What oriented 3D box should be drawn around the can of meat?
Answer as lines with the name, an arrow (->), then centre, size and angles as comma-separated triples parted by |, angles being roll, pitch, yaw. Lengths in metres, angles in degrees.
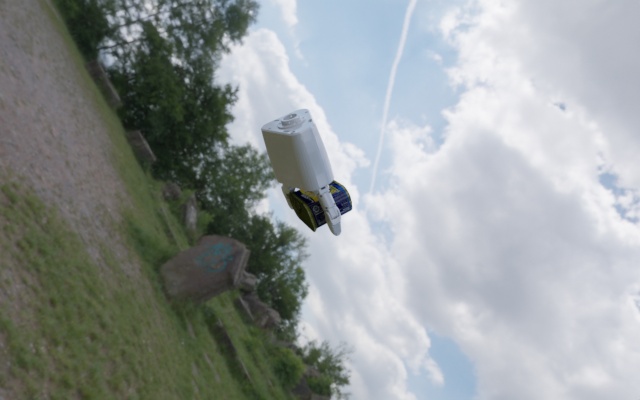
can of meat -> 0.000, 0.003, 0.872 | 0.084, 0.057, 0.102 | -27, 27, -15
